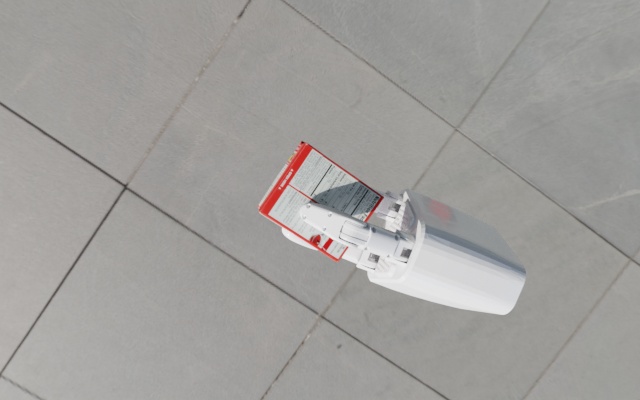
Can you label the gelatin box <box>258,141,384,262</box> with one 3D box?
[{"bbox_3d":[0.000,0.001,0.429,0.089,0.073,0.030,34,2,-15],"label":"gelatin box"}]
